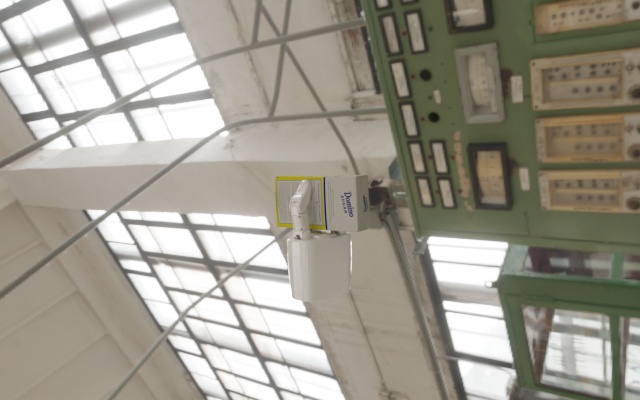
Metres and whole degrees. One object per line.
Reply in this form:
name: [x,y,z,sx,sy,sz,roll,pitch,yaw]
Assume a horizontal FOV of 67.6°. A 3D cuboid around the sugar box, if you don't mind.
sugar box: [0.000,0.003,0.829,0.176,0.093,0.048,2,7,34]
